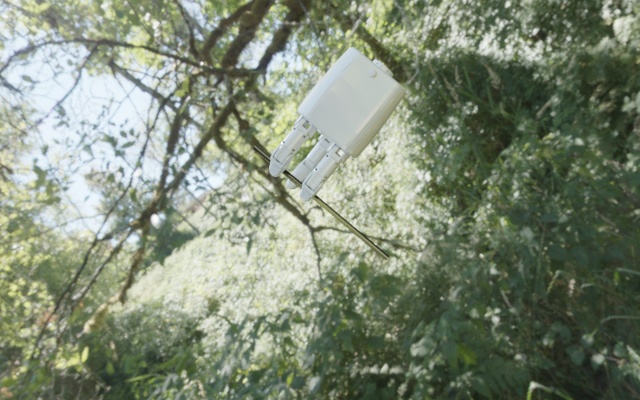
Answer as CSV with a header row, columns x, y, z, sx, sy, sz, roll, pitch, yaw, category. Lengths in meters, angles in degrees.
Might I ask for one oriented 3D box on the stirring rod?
x,y,z,sx,sy,sz,roll,pitch,yaw,category
0.000,0.002,0.660,0.239,0.011,0.011,40,2,3,stirring rod
